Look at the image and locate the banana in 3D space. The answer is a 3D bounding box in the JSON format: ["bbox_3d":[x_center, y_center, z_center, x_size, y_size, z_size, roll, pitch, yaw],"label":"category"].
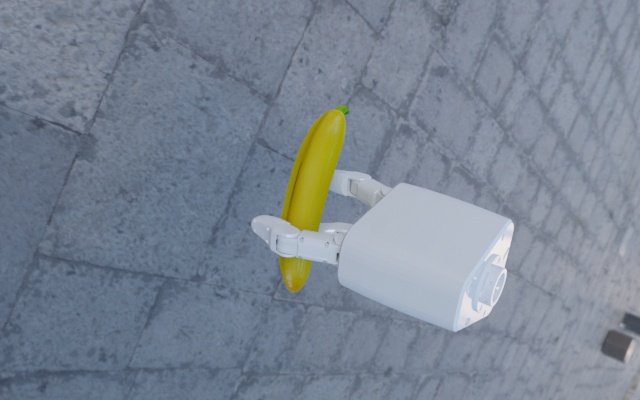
[{"bbox_3d":[-0.007,-0.004,0.459,0.037,0.198,0.069,17,0,27],"label":"banana"}]
